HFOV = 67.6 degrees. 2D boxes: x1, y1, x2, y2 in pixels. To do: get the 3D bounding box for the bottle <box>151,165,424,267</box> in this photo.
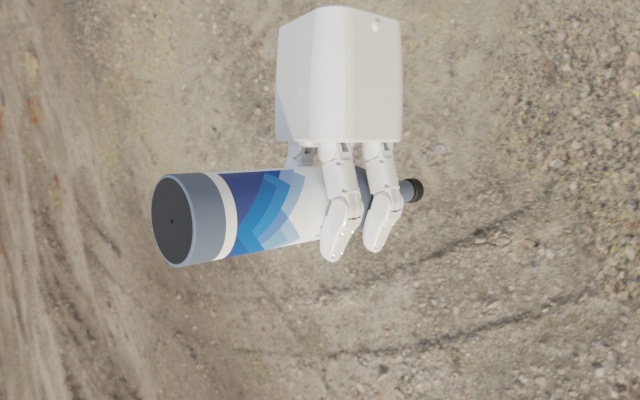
[{"bbox_3d":[0.000,0.002,0.438,0.295,0.069,0.069,-7,5,-44],"label":"bottle"}]
